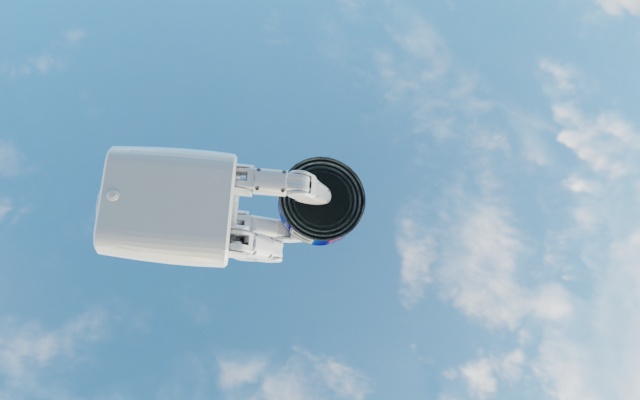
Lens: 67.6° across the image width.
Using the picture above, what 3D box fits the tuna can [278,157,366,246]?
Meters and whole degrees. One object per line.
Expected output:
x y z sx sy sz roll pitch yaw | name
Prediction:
0.000 0.002 0.482 0.086 0.086 0.034 0 -16 -8 | tuna can
